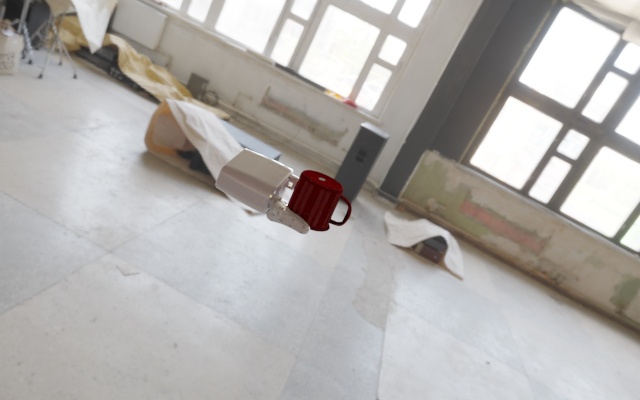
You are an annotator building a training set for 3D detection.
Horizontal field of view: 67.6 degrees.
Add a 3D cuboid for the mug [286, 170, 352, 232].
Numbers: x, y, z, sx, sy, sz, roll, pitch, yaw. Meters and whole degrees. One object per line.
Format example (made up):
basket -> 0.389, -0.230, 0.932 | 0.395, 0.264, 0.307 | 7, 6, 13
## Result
mug -> 0.001, 0.003, 0.852 | 0.117, 0.081, 0.093 | 26, 18, 6
